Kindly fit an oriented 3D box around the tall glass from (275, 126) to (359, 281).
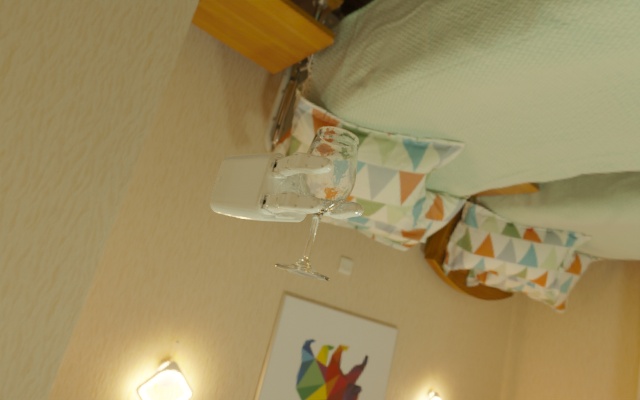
[{"bbox_3d":[0.000,0.003,0.651,0.079,0.201,0.079,14,-14,4],"label":"tall glass"}]
